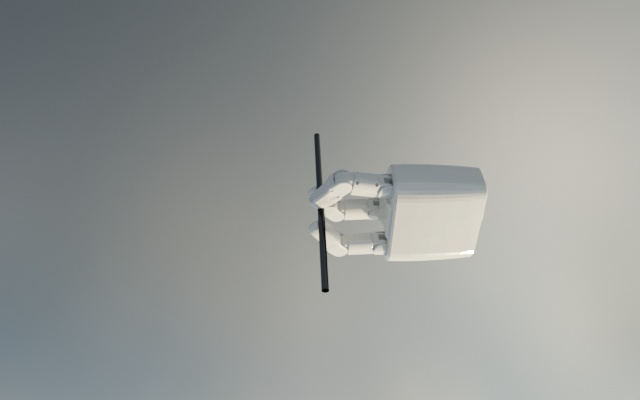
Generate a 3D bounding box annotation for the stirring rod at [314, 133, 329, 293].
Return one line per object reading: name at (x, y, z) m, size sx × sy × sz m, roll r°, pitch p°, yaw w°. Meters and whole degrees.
stirring rod at (0.000, 0.002, 0.562) m, size 0.011 × 0.239 × 0.011 m, roll -2°, pitch -42°, yaw -2°
